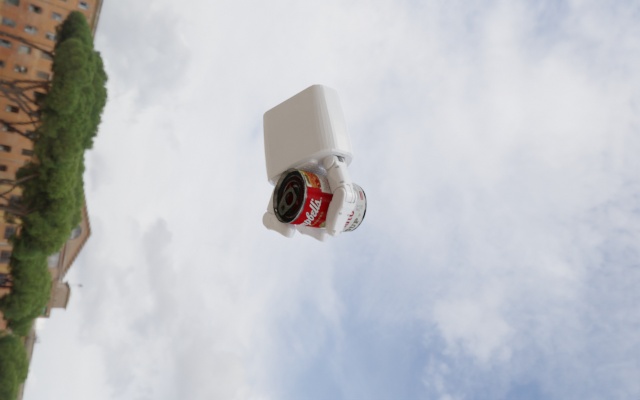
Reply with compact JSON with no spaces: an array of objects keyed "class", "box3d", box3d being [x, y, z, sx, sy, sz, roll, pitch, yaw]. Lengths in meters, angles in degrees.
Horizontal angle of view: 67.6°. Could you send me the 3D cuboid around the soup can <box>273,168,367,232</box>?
[{"class":"soup can","box3d":[0.000,0.002,0.606,0.102,0.068,0.068,11,-7,-38]}]
